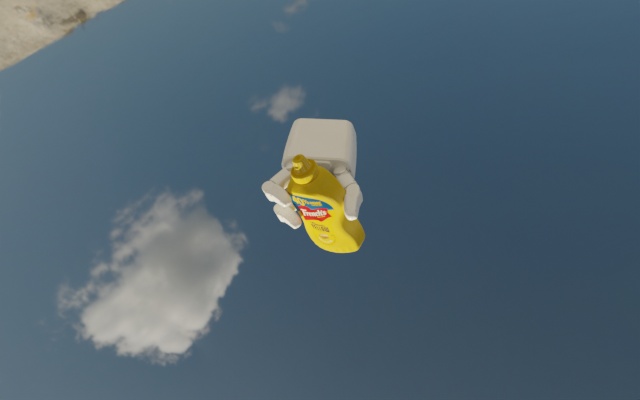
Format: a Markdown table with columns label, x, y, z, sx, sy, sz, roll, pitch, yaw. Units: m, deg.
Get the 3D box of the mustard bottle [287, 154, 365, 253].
| label | x | y | z | sx | sy | sz | roll | pitch | yaw |
| --- | --- | --- | --- | --- | --- | --- | --- | --- | --- |
| mustard bottle | 0.000 | 0.003 | 0.739 | 0.096 | 0.058 | 0.192 | 12 | -35 | 34 |
